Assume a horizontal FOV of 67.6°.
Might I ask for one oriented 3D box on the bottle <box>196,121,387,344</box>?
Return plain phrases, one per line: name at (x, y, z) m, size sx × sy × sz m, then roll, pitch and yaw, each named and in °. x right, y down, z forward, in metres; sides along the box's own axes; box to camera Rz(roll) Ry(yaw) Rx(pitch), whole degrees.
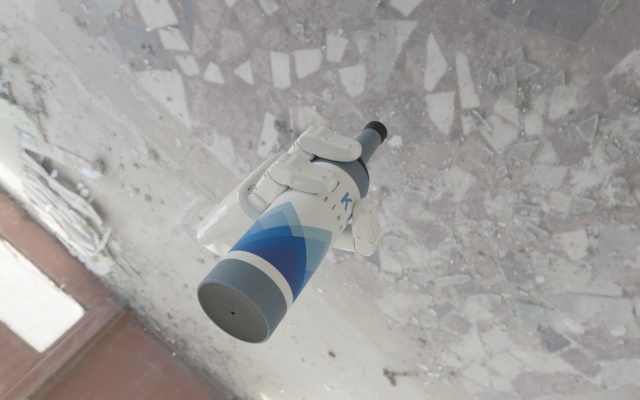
bottle at (0.000, 0.002, 0.457) m, size 0.069 × 0.069 × 0.295 m, roll 0°, pitch 34°, yaw 33°
